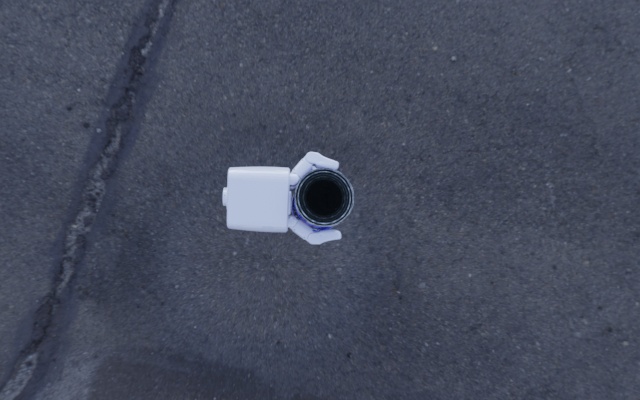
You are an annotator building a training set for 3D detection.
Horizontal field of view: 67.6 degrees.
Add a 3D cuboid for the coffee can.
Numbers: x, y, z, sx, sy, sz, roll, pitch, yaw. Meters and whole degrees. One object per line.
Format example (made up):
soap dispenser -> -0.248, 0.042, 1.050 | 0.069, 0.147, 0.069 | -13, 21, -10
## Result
coffee can -> 0.000, 0.003, 0.873 | 0.103, 0.103, 0.140 | 0, -7, -6
